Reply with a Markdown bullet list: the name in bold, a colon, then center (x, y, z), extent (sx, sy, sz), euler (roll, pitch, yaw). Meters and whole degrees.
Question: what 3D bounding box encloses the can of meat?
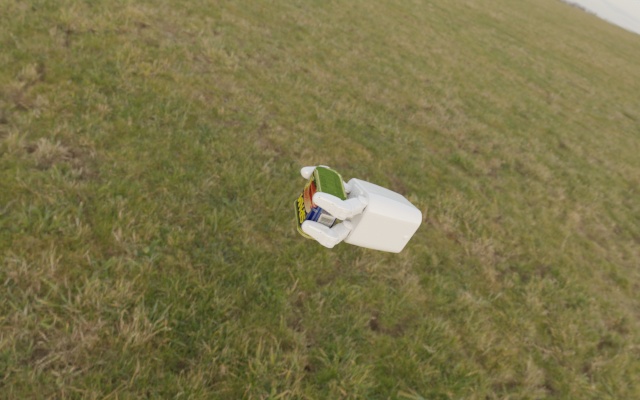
- **can of meat**: center (0.000, 0.002, 0.800), extent (0.057, 0.084, 0.102), euler (17, 32, -20)
